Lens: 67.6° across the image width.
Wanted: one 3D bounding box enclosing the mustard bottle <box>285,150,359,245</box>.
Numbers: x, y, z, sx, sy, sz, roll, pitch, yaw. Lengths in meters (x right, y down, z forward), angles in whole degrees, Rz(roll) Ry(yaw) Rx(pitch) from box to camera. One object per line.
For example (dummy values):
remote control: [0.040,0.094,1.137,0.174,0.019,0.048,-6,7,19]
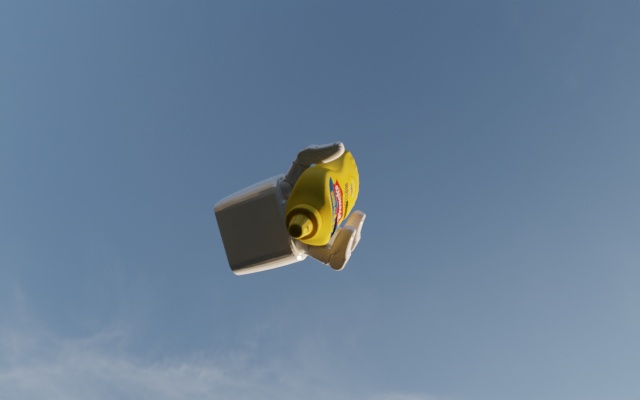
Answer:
mustard bottle: [0.000,0.002,0.602,0.058,0.096,0.191,6,21,16]
